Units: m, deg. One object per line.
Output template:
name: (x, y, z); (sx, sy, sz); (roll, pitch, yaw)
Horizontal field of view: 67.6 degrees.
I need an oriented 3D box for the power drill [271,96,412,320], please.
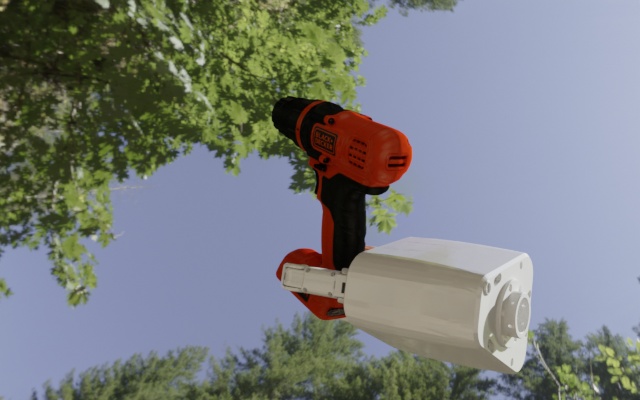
power drill: (0.000, 0.002, 0.455); (0.057, 0.188, 0.184); (-7, 24, -31)
